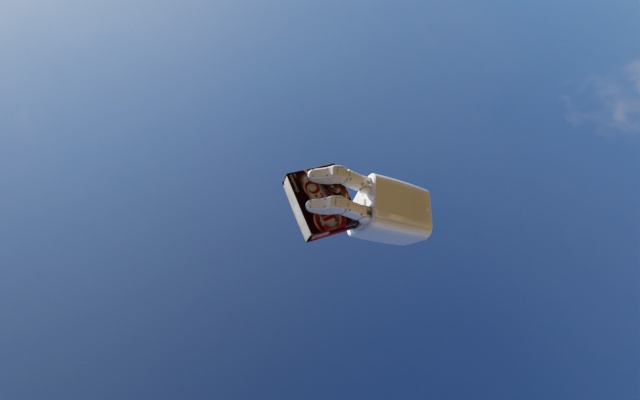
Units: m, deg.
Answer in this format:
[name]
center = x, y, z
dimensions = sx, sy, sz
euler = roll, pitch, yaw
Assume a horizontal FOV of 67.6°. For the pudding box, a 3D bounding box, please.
[pudding box]
center = 0.000, 0.003, 0.765
dimensions = 0.090, 0.113, 0.039
euler = -14, -23, -27
